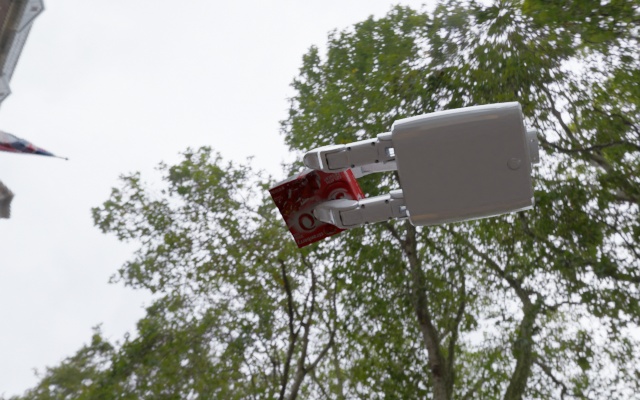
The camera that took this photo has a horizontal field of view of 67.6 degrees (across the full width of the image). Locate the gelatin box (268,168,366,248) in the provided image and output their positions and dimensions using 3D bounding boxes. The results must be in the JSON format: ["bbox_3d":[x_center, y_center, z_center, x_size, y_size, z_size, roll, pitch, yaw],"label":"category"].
[{"bbox_3d":[0.000,0.002,0.506,0.089,0.073,0.030,-22,12,25],"label":"gelatin box"}]
